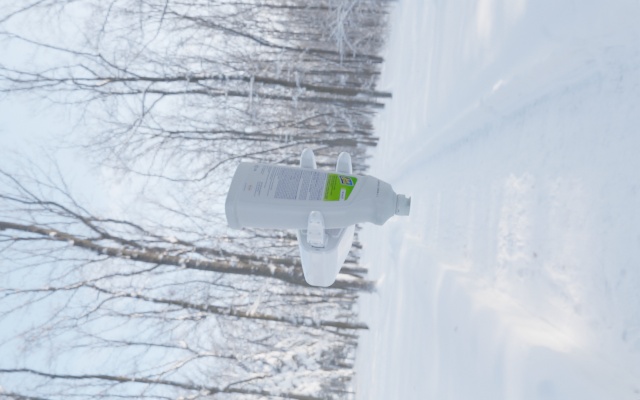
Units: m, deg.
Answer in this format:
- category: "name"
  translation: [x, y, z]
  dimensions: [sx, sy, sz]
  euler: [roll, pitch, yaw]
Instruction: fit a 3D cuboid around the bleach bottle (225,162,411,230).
- category: "bleach bottle"
  translation: [0.000, 0.002, 0.677]
  dimensions: [0.251, 0.102, 0.068]
  euler: [6, -40, 6]
